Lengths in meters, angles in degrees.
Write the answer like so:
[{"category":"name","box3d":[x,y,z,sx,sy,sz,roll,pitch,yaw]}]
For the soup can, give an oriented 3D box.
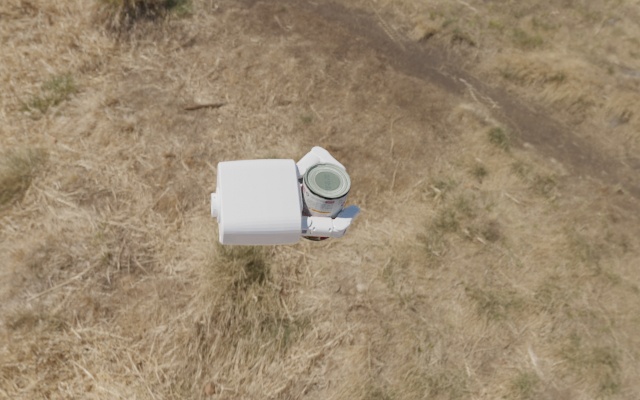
[{"category":"soup can","box3d":[0.001,0.002,0.688,0.068,0.068,0.102,0,-38,-14]}]
